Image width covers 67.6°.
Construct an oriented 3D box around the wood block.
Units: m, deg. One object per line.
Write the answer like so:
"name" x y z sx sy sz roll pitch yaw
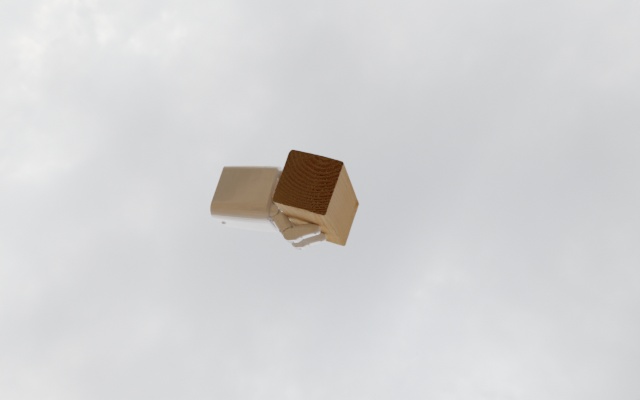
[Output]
"wood block" 0.000 0.002 0.809 0.090 0.090 0.206 15 -14 15
